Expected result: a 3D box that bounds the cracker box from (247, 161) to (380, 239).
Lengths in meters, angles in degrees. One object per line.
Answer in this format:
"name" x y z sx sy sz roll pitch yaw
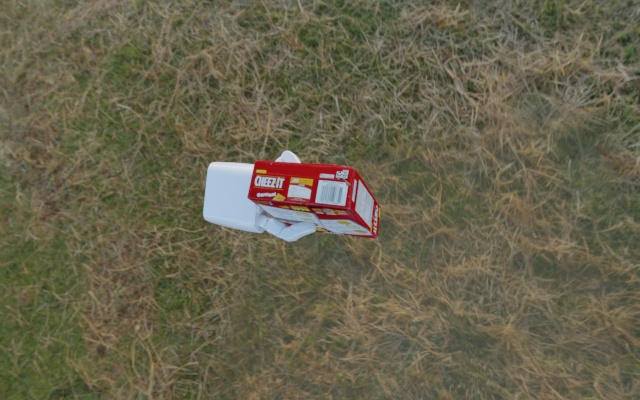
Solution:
"cracker box" 0.000 0.003 0.794 0.164 0.072 0.214 5 -14 19
